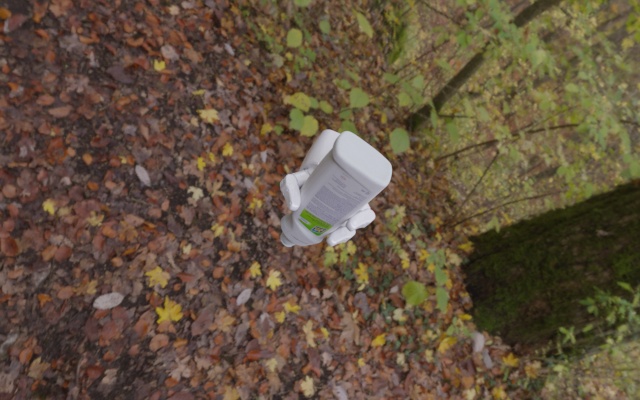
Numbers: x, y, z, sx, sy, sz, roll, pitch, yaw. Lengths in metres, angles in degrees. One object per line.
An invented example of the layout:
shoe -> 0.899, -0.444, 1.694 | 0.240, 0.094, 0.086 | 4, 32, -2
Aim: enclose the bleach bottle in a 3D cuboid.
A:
bleach bottle -> 0.000, 0.003, 0.770 | 0.102, 0.068, 0.251 | 35, -46, -13
